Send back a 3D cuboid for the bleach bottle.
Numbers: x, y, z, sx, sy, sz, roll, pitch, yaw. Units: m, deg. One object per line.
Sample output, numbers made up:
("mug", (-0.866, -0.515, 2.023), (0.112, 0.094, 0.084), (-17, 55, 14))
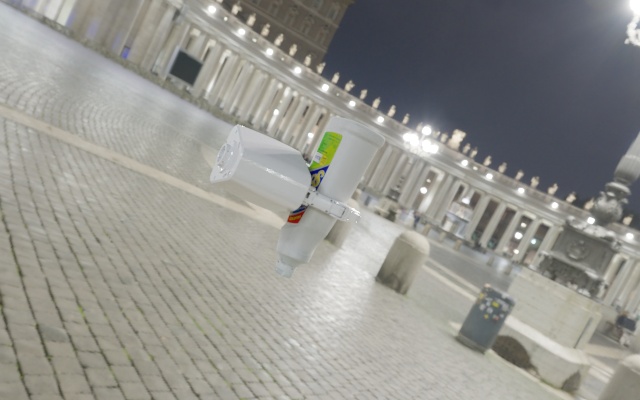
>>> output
("bleach bottle", (0.000, 0.002, 0.715), (0.068, 0.251, 0.102), (24, 4, -26))
